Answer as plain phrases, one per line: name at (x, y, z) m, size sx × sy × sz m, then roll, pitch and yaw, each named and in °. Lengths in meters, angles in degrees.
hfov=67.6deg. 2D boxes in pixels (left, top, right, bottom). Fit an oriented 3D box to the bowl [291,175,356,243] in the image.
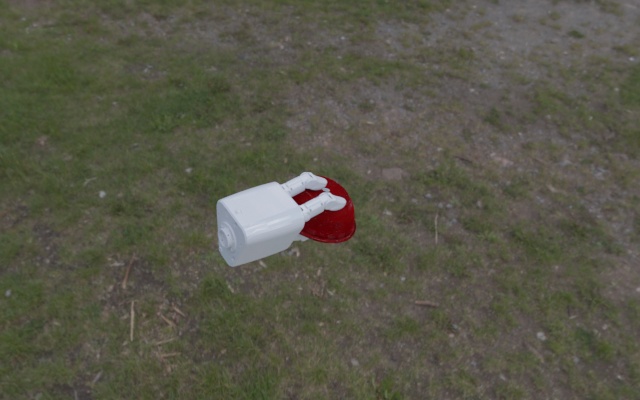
bowl at (0.001, 0.002, 0.857) m, size 0.162 × 0.055 × 0.162 m, roll 18°, pitch 32°, yaw -12°
